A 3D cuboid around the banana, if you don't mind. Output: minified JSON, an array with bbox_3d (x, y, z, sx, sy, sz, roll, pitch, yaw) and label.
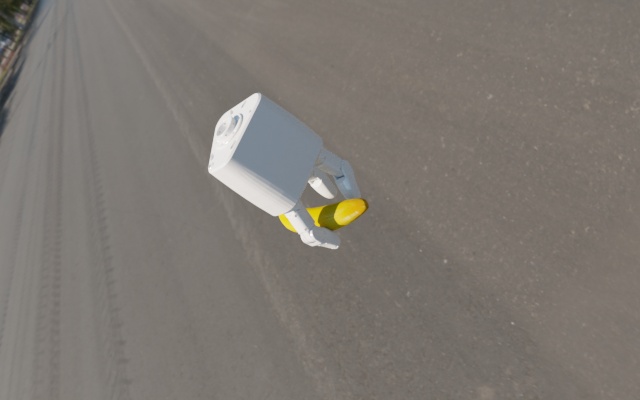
[{"bbox_3d":[-0.011,0.018,0.683,0.037,0.069,0.198,39,-15,-30],"label":"banana"}]
